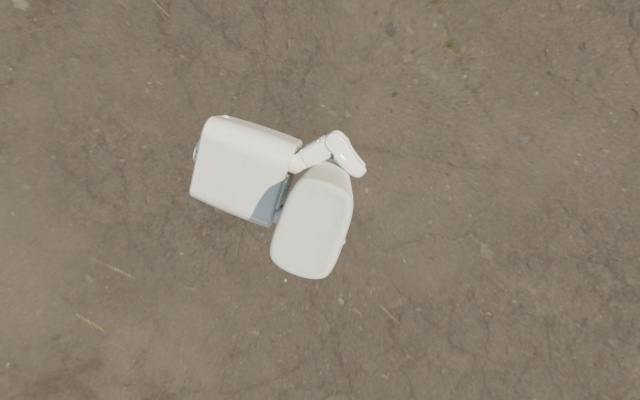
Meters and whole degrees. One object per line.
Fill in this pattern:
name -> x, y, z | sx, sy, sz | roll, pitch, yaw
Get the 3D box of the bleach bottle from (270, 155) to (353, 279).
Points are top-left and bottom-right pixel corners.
bleach bottle -> 0.000, 0.002, 0.574 | 0.068, 0.102, 0.250 | 20, 12, 0
